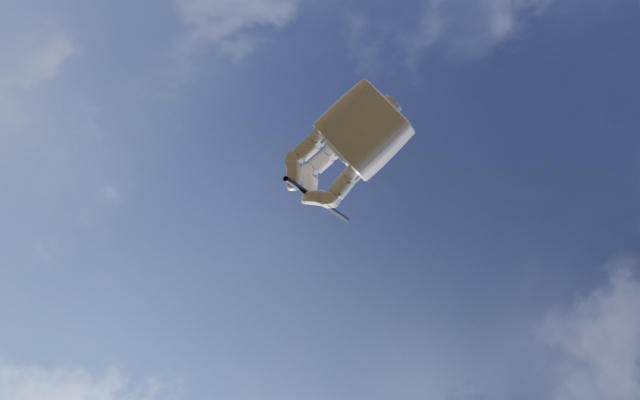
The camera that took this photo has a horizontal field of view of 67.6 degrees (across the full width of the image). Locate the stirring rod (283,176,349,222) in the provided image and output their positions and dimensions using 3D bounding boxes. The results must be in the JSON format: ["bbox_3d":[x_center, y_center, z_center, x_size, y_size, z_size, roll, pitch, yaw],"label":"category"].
[{"bbox_3d":[0.000,0.003,0.784,0.011,0.011,0.239,0,-16,26],"label":"stirring rod"}]
